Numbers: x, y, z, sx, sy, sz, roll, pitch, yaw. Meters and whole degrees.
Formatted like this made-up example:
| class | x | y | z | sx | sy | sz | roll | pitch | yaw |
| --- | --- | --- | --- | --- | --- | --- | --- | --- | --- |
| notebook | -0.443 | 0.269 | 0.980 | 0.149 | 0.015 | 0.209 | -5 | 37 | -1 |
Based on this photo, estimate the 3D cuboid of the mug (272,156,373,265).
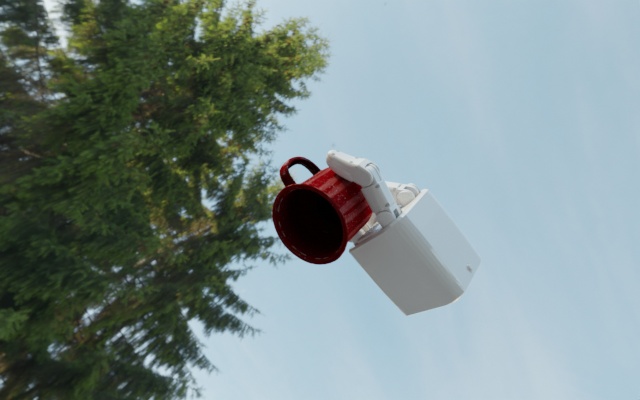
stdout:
| class | x | y | z | sx | sy | sz | roll | pitch | yaw |
| --- | --- | --- | --- | --- | --- | --- | --- | --- | --- |
| mug | -0.001 | 0.001 | 0.529 | 0.093 | 0.117 | 0.081 | -39 | -1 | 39 |
